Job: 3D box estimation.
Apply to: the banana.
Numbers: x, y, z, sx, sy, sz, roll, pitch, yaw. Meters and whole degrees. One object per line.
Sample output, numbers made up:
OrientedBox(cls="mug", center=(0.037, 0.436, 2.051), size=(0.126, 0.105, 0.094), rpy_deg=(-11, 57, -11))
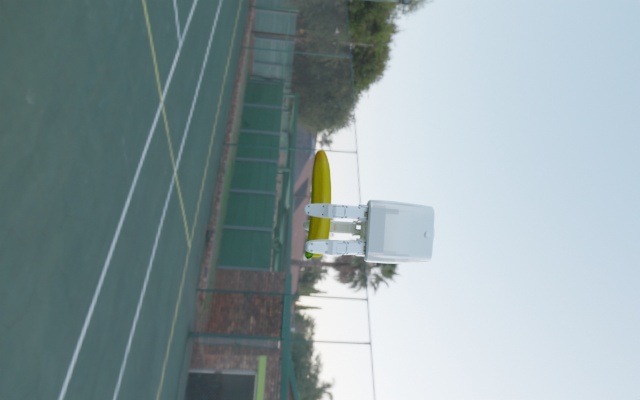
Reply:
OrientedBox(cls="banana", center=(0.000, 0.014, 0.800), size=(0.037, 0.197, 0.070), rpy_deg=(3, -26, 2))
